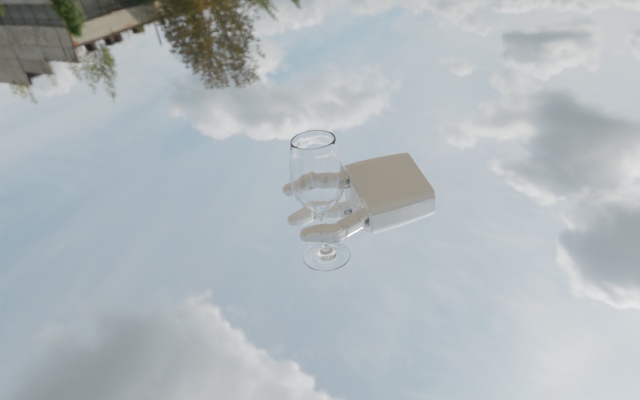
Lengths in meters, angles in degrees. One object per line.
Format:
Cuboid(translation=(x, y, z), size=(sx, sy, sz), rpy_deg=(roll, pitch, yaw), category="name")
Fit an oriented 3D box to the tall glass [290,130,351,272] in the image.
Cuboid(translation=(0.000, 0.003, 0.691), size=(0.079, 0.201, 0.079), rpy_deg=(-5, 32, 3), category="tall glass")
